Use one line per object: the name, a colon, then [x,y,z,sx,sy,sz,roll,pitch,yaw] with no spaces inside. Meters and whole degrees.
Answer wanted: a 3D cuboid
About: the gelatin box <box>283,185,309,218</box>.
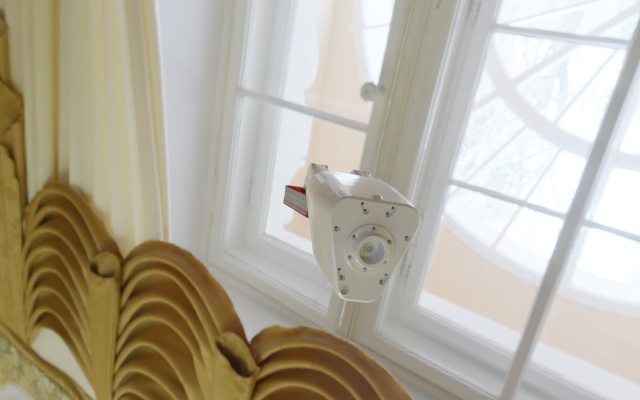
gelatin box: [0.000,0.002,0.631,0.073,0.030,0.089,5,8,-26]
